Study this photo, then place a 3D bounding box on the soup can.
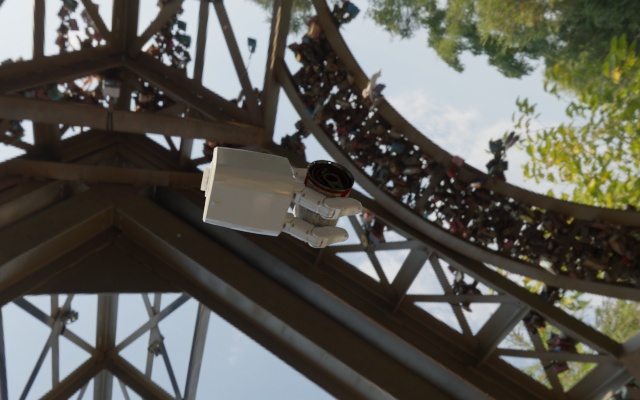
[{"bbox_3d":[0.000,0.002,0.686,0.068,0.102,0.068,14,37,-10],"label":"soup can"}]
